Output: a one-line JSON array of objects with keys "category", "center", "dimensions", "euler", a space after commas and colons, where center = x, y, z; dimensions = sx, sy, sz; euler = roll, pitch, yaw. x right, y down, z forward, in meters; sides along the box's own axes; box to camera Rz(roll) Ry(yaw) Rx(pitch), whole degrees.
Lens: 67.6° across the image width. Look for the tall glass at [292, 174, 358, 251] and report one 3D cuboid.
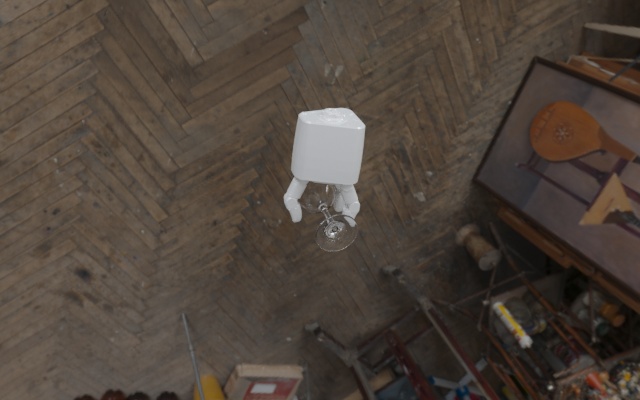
[{"category": "tall glass", "center": [0.000, 0.003, 0.872], "dimensions": [0.079, 0.079, 0.201], "euler": [0, 31, -19]}]
